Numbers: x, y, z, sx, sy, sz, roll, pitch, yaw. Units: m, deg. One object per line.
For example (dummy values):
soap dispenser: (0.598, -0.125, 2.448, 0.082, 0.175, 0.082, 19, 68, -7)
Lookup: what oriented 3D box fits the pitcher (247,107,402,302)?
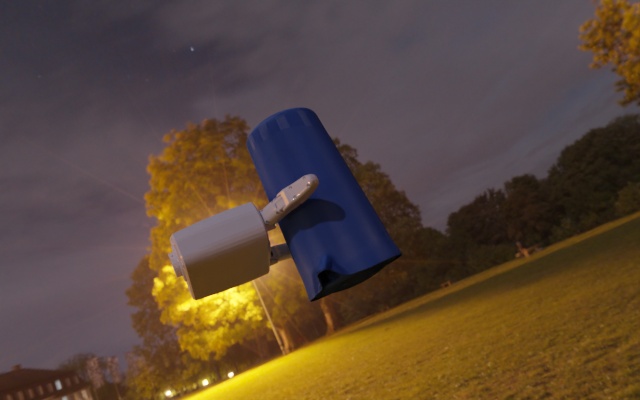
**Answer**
pitcher: (0.000, 0.002, 0.649, 0.145, 0.242, 0.149, -21, -15, -21)
